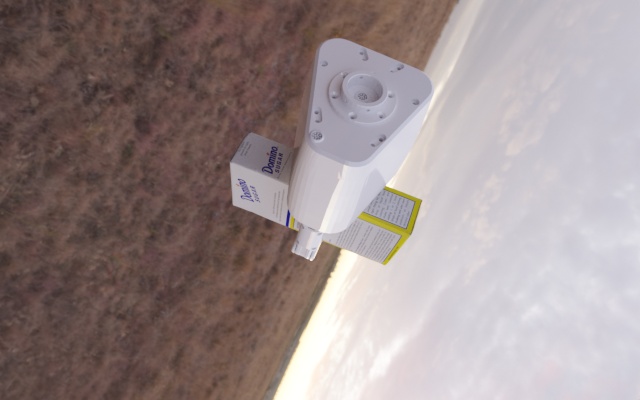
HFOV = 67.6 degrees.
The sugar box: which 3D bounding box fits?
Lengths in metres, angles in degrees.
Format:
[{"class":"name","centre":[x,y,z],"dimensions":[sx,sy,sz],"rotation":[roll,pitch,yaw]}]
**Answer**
[{"class":"sugar box","centre":[0.000,0.001,0.471],"dimensions":[0.176,0.048,0.093],"rotation":[24,-28,3]}]
